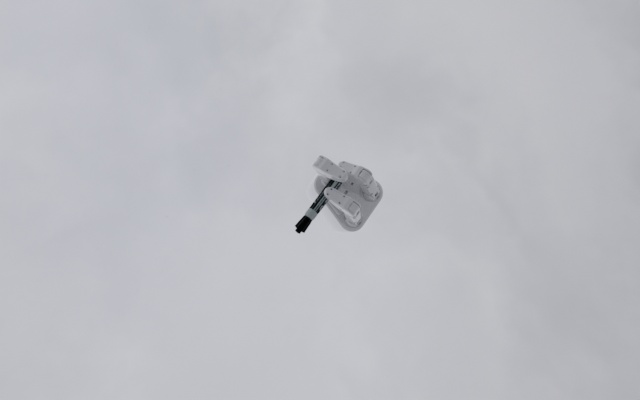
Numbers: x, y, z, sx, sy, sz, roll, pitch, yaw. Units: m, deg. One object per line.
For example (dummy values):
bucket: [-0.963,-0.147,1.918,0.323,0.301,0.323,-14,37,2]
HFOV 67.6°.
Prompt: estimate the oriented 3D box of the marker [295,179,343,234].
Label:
marker: [0.000,0.002,0.750,0.020,0.121,0.020,35,-12,9]
